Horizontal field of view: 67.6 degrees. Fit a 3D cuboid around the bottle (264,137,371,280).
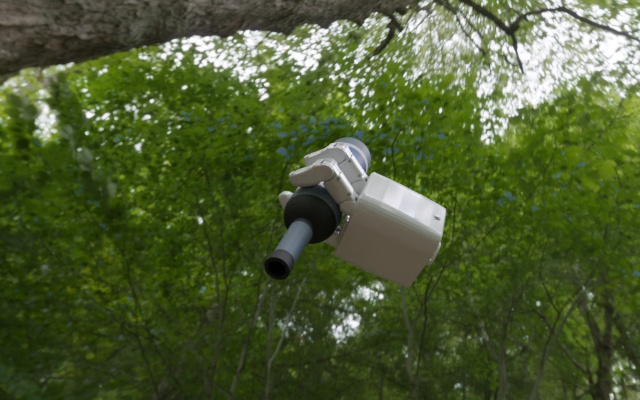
[{"bbox_3d":[0.000,0.002,0.598,0.069,0.069,0.295,0,27,19],"label":"bottle"}]
